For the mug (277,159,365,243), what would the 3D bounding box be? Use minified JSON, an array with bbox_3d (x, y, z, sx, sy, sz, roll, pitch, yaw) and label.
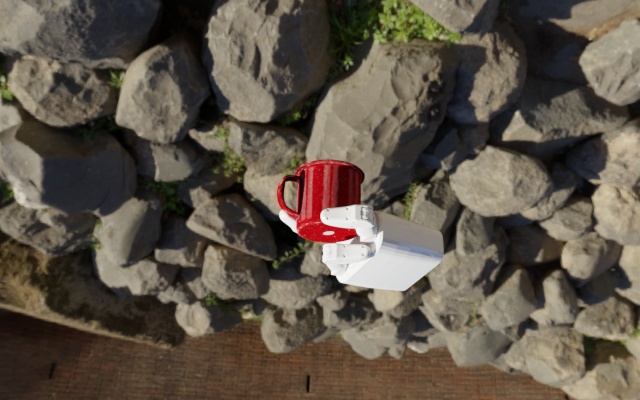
[{"bbox_3d":[-0.001,0.002,0.609,0.117,0.081,0.093,14,-27,-24],"label":"mug"}]
